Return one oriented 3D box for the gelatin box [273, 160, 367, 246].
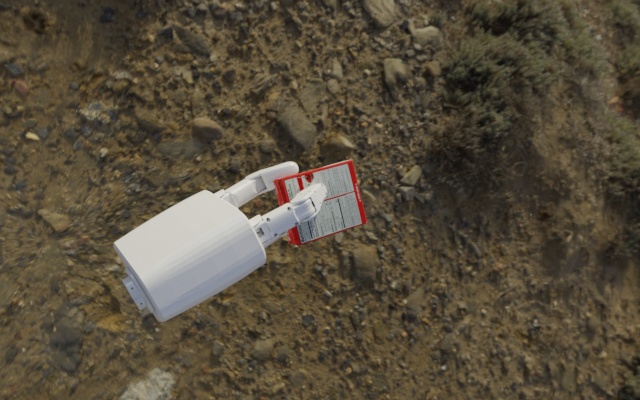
[{"bbox_3d":[0.001,0.002,0.518,0.089,0.073,0.030,-17,6,-24],"label":"gelatin box"}]
